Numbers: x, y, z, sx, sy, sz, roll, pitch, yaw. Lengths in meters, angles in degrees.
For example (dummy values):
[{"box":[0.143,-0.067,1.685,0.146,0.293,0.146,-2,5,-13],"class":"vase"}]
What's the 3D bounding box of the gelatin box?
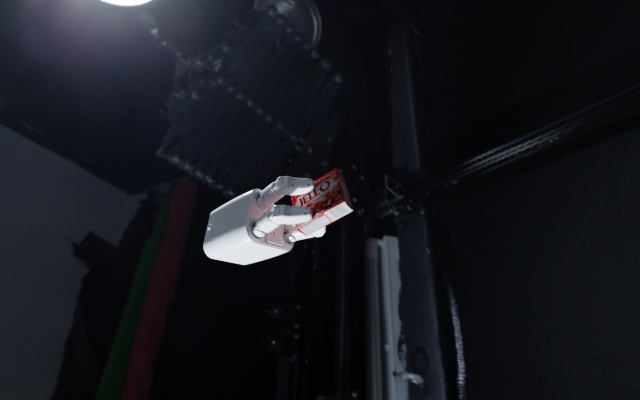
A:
[{"box":[0.001,0.002,0.726,0.089,0.073,0.030,-29,-46,18],"class":"gelatin box"}]
